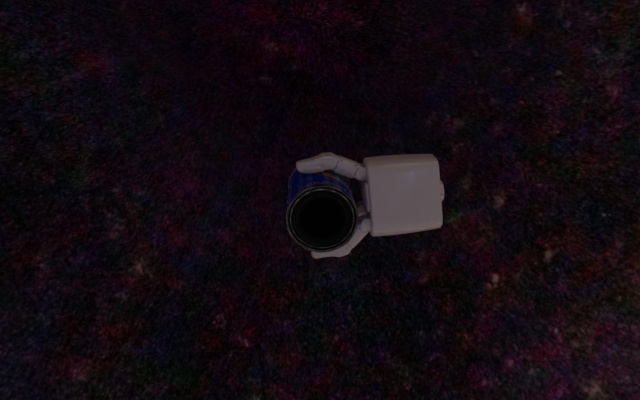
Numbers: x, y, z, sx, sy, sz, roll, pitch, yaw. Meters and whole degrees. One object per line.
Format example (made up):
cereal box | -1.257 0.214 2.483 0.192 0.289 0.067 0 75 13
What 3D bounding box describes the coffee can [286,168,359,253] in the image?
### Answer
coffee can | 0.000 0.002 0.730 0.103 0.103 0.140 0 21 -2
